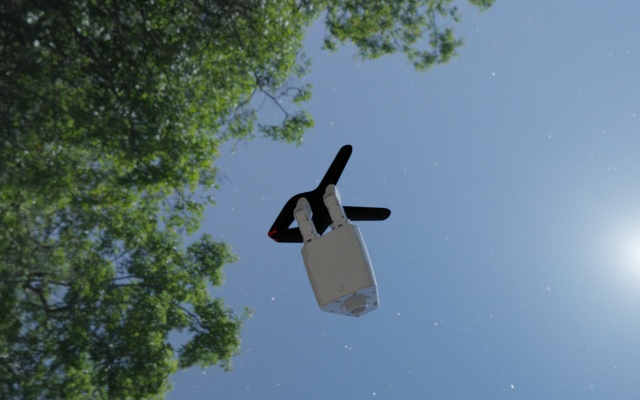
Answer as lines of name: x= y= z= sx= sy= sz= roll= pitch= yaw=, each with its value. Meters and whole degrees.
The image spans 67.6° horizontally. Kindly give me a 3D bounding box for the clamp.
clamp: x=0.000 y=0.003 z=0.824 sx=0.210 sy=0.164 sz=0.036 roll=-26 pitch=-34 yaw=12
